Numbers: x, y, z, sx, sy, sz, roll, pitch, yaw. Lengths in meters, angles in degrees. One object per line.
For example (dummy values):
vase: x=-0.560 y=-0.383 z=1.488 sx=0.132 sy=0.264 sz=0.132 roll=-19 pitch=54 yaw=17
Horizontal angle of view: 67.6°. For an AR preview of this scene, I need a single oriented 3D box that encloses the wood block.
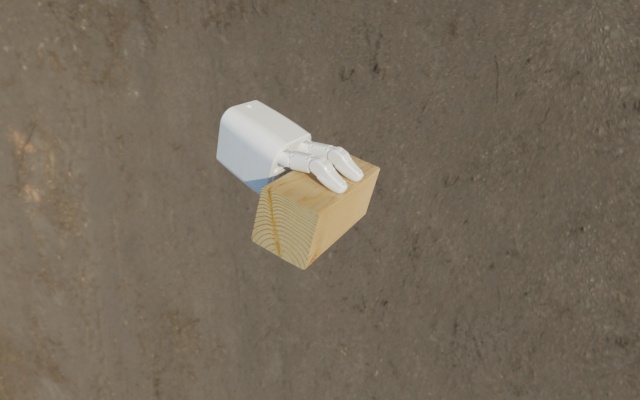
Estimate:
wood block: x=0.000 y=0.002 z=0.701 sx=0.090 sy=0.091 sz=0.206 roll=26 pitch=31 yaw=18
